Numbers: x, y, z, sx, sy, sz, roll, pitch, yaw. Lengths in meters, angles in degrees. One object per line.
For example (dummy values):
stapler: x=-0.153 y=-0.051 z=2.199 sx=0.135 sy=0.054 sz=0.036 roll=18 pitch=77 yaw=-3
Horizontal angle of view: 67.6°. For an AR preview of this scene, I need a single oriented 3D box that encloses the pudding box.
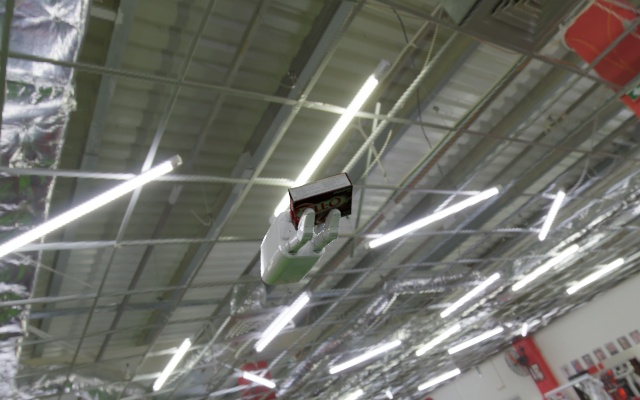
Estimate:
pudding box: x=0.000 y=0.003 z=0.859 sx=0.113 sy=0.039 sz=0.090 roll=-18 pitch=-34 yaw=-12
